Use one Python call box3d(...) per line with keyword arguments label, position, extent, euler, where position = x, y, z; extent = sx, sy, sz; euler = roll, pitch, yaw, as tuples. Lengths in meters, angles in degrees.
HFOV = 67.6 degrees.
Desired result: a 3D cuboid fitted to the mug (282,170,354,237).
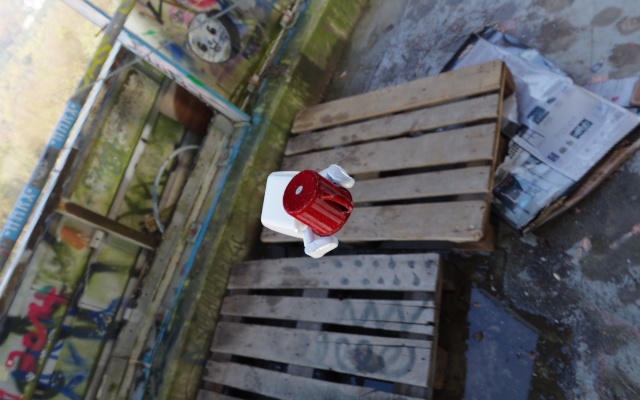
box3d(label="mug", position=(0.001, 0.003, 0.769), extent=(0.117, 0.093, 0.081), euler=(5, -22, 47))
